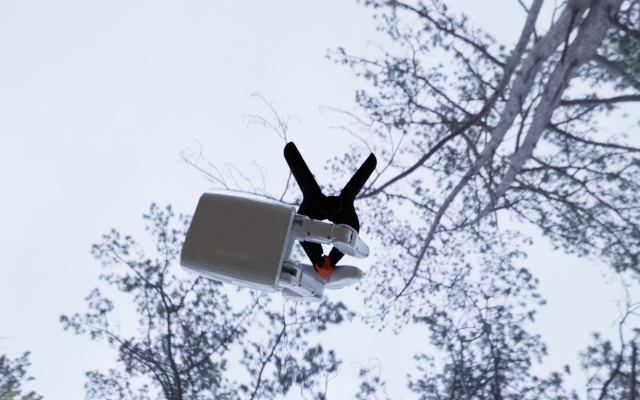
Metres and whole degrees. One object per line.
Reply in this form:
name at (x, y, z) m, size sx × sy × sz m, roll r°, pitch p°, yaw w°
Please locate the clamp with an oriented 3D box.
clamp at (0.000, 0.002, 0.581) m, size 0.120 × 0.171 × 0.039 m, roll 12°, pitch -27°, yaw 1°
